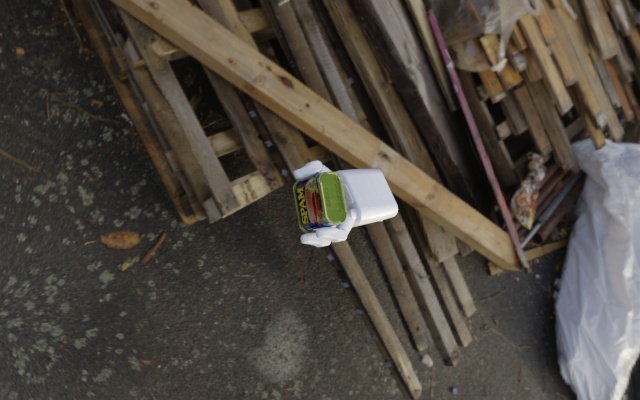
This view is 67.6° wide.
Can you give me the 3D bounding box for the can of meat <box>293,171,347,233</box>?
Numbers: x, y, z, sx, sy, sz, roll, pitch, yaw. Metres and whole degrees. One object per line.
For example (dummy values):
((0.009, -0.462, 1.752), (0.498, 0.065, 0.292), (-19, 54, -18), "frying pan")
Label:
((0.000, 0.003, 0.879), (0.057, 0.102, 0.084), (-4, -9, -37), "can of meat")
